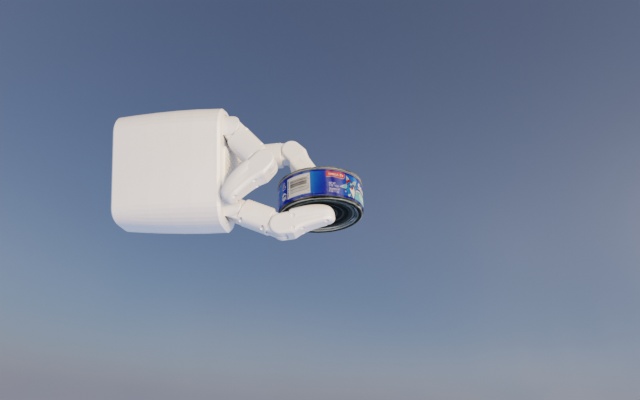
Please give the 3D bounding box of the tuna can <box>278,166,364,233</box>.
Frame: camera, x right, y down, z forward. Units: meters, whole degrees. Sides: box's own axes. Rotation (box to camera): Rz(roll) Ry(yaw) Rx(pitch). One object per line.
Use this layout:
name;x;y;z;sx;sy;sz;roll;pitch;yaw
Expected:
tuna can;0.000;0.002;0.476;0.086;0.033;0.086;-2;-27;-1
